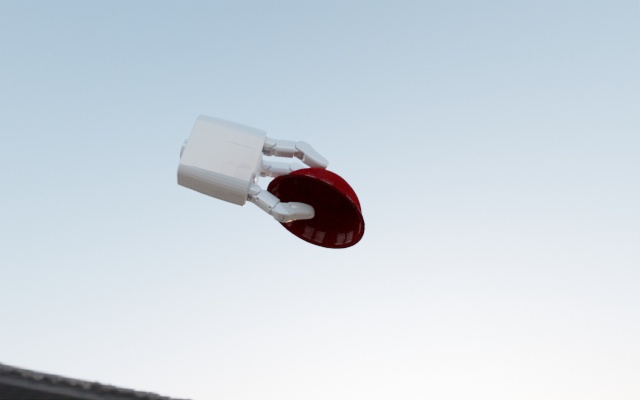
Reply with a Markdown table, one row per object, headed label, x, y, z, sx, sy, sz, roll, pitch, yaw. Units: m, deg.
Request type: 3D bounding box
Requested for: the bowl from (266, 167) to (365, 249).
| label | x | y | z | sx | sy | sz | roll | pitch | yaw |
| --- | --- | --- | --- | --- | --- | --- | --- | --- | --- |
| bowl | 0.001 | 0.003 | 0.727 | 0.162 | 0.055 | 0.162 | 18 | -38 | 15 |
